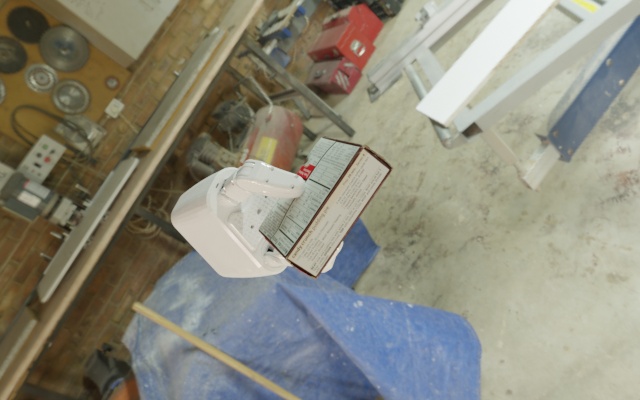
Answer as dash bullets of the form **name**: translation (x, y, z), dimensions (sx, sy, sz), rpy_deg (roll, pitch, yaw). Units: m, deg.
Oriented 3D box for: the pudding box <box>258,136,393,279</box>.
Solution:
- **pudding box**: translation (0.000, 0.001, 0.415), dimensions (0.039, 0.113, 0.090), rpy_deg (34, -2, -25)
